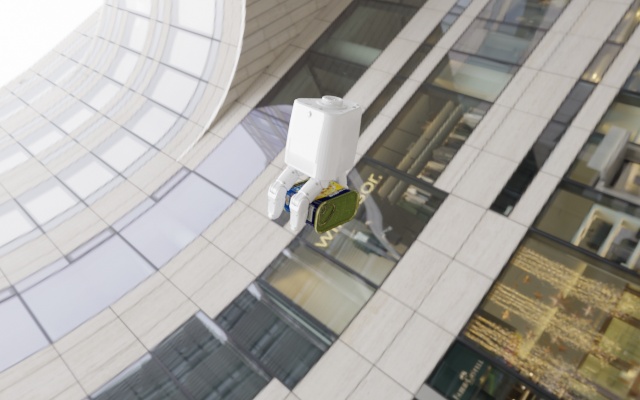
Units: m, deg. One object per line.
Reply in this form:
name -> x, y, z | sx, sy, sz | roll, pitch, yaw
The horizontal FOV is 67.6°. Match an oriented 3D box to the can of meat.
can of meat -> 0.000, 0.002, 0.793 | 0.084, 0.057, 0.102 | 29, 35, 35
